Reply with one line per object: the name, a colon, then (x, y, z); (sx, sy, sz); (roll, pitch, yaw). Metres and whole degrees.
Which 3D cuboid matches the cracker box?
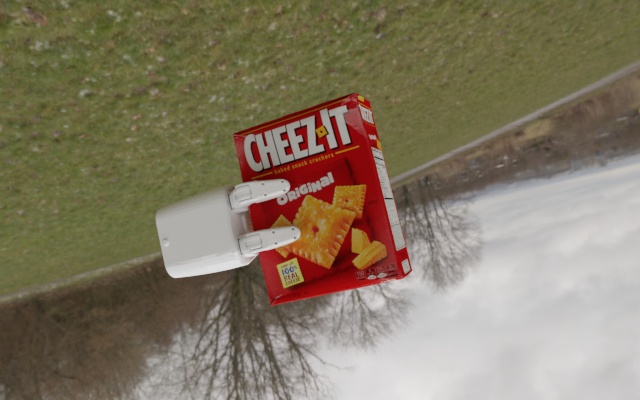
cracker box: (0.000, 0.002, 0.567); (0.164, 0.213, 0.072); (-15, -5, 19)
